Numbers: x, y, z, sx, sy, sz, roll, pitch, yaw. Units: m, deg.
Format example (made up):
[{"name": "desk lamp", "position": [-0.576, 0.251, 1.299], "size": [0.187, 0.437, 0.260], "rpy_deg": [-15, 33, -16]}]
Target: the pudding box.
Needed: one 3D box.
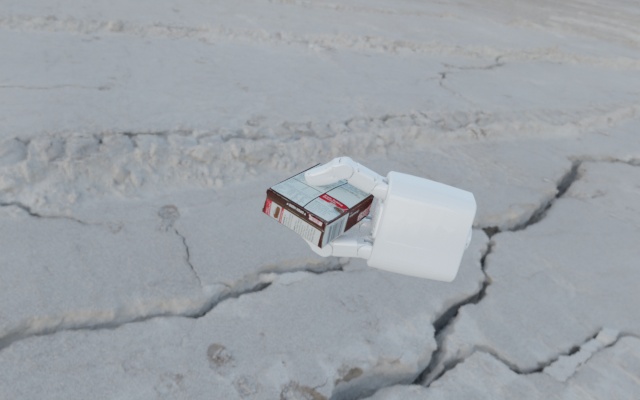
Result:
[{"name": "pudding box", "position": [0.000, 0.002, 0.579], "size": [0.090, 0.039, 0.113], "rpy_deg": [29, 32, 23]}]
